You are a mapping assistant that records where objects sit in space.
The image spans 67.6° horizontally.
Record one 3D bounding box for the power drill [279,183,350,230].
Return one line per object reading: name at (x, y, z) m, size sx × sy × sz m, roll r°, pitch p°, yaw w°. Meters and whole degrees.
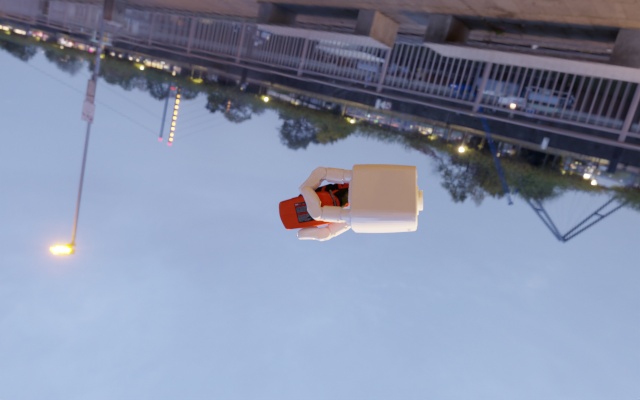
power drill at (0.000, 0.003, 0.895) m, size 0.184 × 0.057 × 0.187 m, roll -13°, pitch 7°, yaw 28°
